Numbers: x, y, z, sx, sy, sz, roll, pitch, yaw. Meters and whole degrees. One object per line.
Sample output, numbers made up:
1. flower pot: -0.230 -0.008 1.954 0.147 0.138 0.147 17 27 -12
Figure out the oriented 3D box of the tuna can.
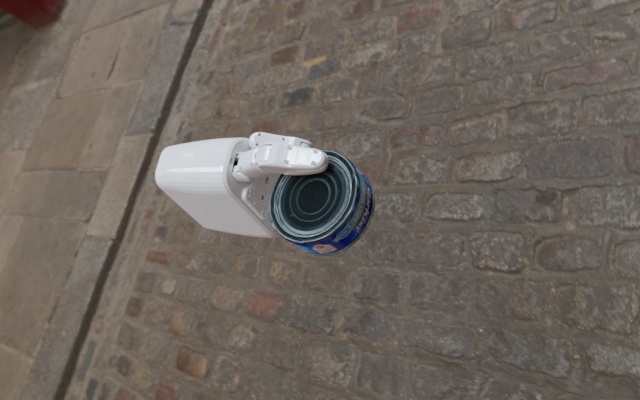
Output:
1. tuna can: 0.000 0.001 0.403 0.086 0.086 0.034 0 -22 30
